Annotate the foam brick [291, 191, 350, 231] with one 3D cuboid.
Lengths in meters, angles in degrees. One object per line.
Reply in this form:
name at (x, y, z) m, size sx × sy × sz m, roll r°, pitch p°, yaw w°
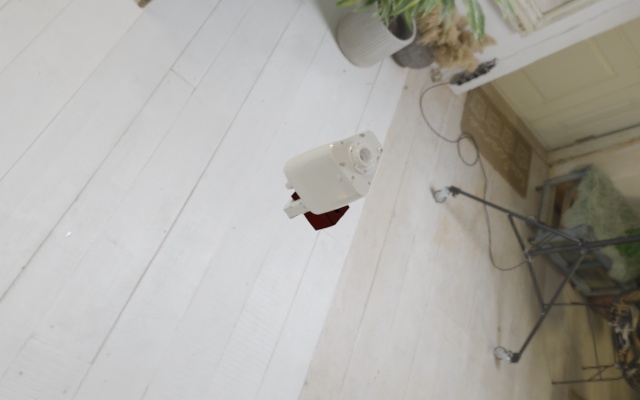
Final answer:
foam brick at (0.000, 0.003, 0.793) m, size 0.051 × 0.078 × 0.053 m, roll -19°, pitch 22°, yaw 47°
